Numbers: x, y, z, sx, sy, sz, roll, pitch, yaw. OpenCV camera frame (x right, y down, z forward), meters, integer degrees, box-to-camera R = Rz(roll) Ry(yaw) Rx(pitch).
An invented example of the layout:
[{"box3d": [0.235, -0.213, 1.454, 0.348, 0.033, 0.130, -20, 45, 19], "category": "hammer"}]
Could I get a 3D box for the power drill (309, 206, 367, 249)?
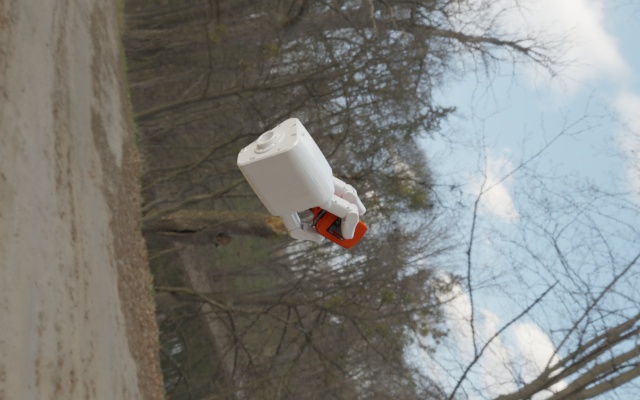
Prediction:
[{"box3d": [0.000, 0.003, 0.841, 0.184, 0.057, 0.187, 31, 11, -47], "category": "power drill"}]
